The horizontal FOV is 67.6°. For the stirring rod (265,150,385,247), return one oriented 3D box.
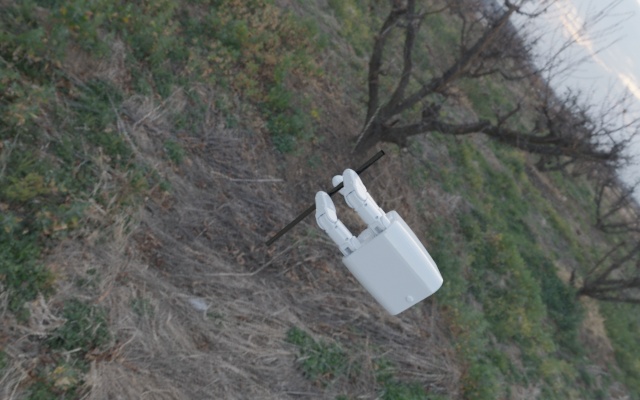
[{"bbox_3d":[0.000,0.002,0.694,0.239,0.011,0.011,-39,-20,27],"label":"stirring rod"}]
